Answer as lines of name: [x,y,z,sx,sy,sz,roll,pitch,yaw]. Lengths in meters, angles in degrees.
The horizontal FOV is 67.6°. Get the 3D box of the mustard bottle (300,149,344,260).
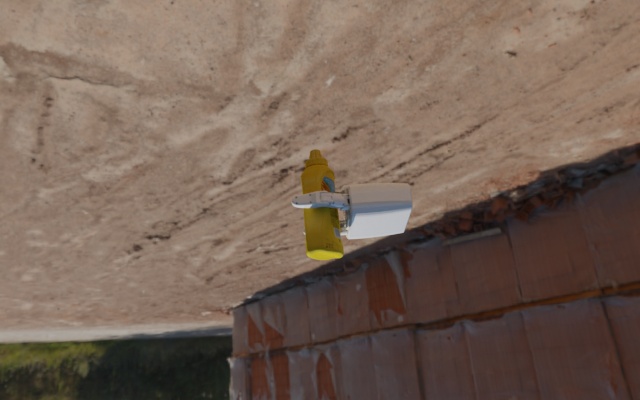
mustard bottle: [0.000,0.003,0.826,0.058,0.191,0.096,-11,-17,19]
